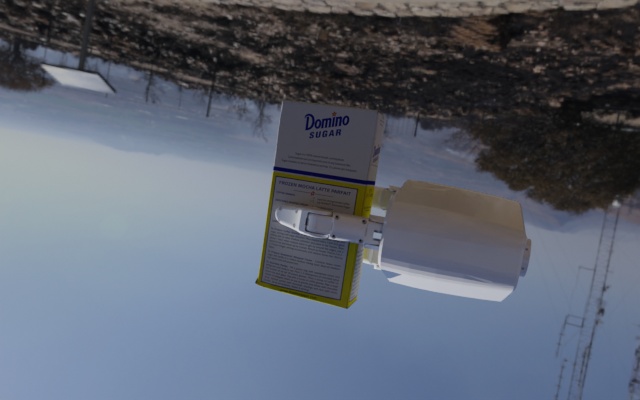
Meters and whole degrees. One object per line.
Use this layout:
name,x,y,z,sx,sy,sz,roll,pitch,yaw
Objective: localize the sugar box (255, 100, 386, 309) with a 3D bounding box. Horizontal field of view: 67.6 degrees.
sugar box,0.000,0.002,0.444,0.093,0.176,0.048,11,2,17
